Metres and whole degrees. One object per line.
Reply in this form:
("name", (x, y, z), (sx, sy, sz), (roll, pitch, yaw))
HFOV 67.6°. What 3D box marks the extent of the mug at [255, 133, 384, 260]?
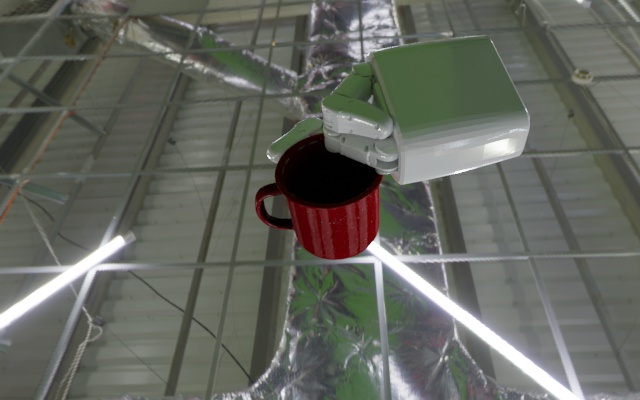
("mug", (-0.001, 0.002, 0.430), (0.117, 0.093, 0.082), (-10, -43, -1))
